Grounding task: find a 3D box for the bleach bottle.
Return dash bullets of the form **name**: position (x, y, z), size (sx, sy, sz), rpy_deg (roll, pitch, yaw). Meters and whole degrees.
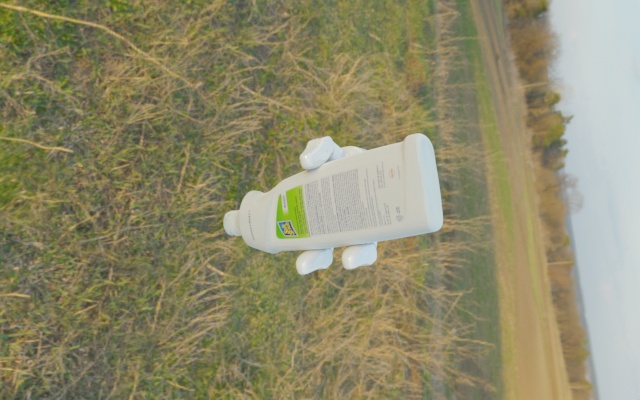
- **bleach bottle**: position (0.000, 0.002, 0.527), size (0.251, 0.102, 0.068), rpy_deg (-9, -6, 26)
